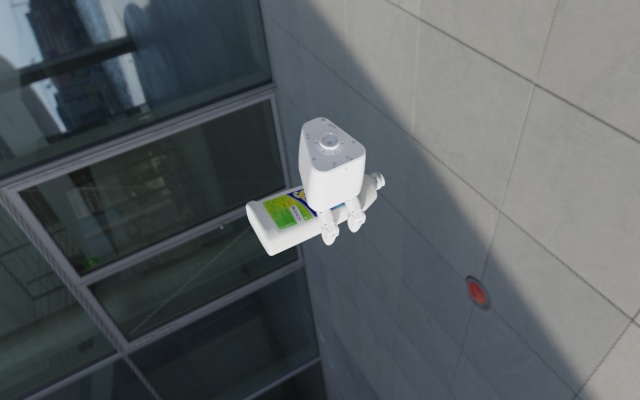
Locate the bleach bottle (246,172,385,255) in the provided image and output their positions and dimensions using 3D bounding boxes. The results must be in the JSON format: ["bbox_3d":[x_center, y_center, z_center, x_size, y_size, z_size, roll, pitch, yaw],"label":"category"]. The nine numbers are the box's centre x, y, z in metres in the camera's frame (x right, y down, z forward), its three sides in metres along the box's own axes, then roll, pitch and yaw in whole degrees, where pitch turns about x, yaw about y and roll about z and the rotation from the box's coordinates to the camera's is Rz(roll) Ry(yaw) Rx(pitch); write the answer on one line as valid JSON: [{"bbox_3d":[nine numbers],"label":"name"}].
[{"bbox_3d":[0.000,0.003,0.866,0.251,0.102,0.068,-25,-28,-17],"label":"bleach bottle"}]
